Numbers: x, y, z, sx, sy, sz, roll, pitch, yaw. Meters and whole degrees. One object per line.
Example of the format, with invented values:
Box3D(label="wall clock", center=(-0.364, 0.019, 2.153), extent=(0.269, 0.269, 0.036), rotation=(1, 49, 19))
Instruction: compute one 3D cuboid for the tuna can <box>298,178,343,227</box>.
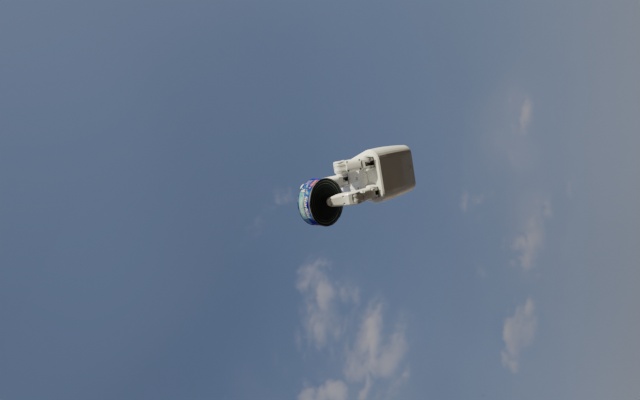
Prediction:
Box3D(label="tuna can", center=(0.000, 0.003, 0.848), extent=(0.034, 0.086, 0.086), rotation=(1, 1, 45))
